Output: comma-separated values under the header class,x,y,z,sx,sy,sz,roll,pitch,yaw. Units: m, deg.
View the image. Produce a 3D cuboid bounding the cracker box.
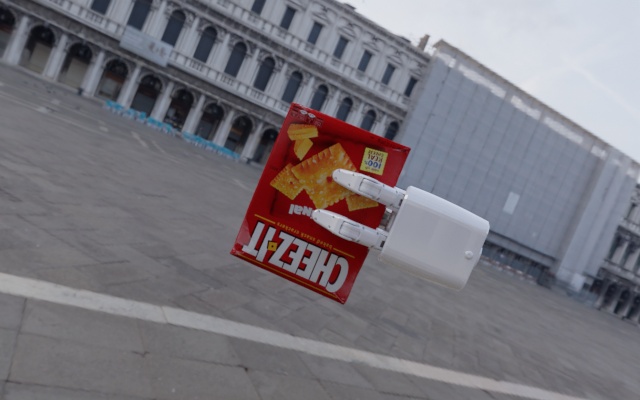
class,x,y,z,sx,sy,sz,roll,pitch,yaw
cracker box,0.000,0.002,0.621,0.164,0.213,0.072,23,2,6
